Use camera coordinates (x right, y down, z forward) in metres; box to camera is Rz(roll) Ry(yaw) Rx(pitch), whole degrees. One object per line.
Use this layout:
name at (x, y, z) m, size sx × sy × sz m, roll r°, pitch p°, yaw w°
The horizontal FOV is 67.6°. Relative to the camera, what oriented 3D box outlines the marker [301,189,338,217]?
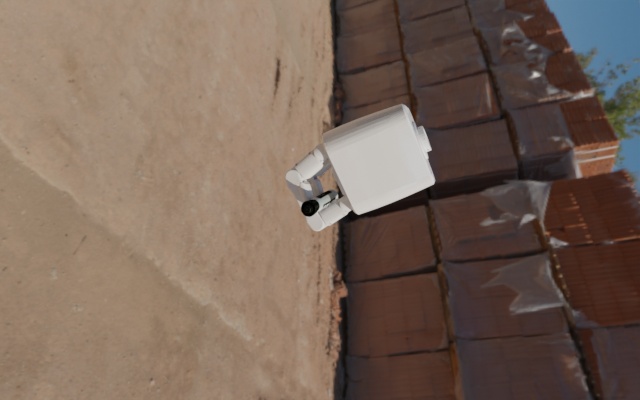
marker at (0.000, 0.002, 0.601) m, size 0.020 × 0.020 × 0.121 m, roll 0°, pitch 8°, yaw 15°
